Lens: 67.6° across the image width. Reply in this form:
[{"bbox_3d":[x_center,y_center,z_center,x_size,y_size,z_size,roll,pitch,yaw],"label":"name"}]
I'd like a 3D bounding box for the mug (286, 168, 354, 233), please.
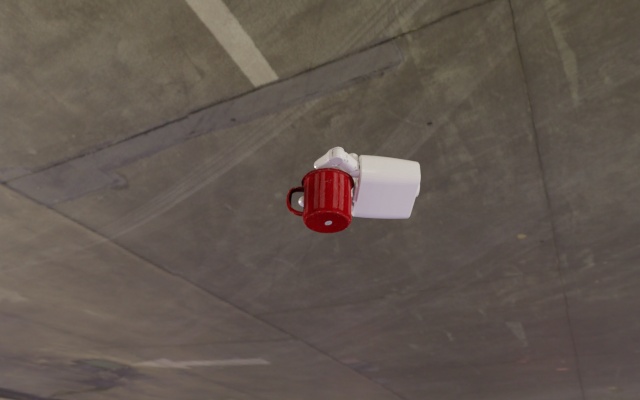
[{"bbox_3d":[-0.001,0.003,0.815,0.117,0.081,0.093,4,-32,-4],"label":"mug"}]
